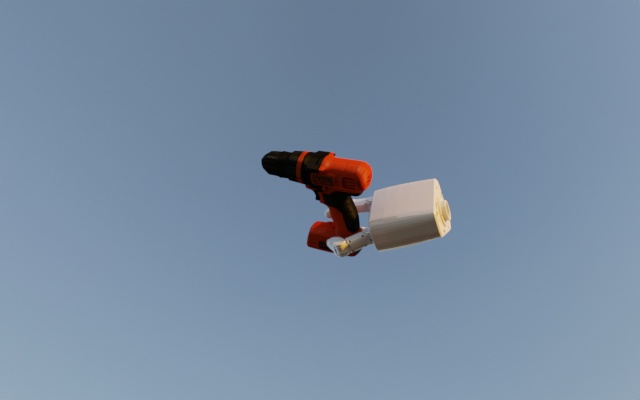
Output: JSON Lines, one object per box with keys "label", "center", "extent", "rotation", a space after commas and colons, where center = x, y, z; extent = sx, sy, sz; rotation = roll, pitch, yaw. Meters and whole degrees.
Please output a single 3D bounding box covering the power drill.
{"label": "power drill", "center": [0.000, 0.003, 0.783], "extent": [0.184, 0.188, 0.057], "rotation": [11, 47, 25]}
